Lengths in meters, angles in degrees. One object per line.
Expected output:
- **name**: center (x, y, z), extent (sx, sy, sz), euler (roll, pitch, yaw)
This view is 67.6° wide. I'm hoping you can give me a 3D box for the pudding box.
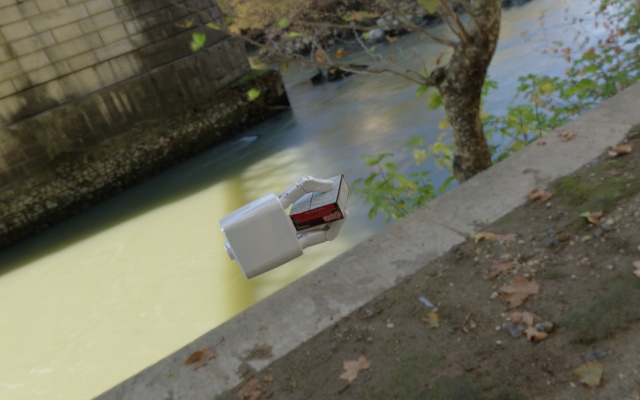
- **pudding box**: center (0.000, 0.003, 0.841), extent (0.090, 0.039, 0.113), euler (-15, 27, 17)
